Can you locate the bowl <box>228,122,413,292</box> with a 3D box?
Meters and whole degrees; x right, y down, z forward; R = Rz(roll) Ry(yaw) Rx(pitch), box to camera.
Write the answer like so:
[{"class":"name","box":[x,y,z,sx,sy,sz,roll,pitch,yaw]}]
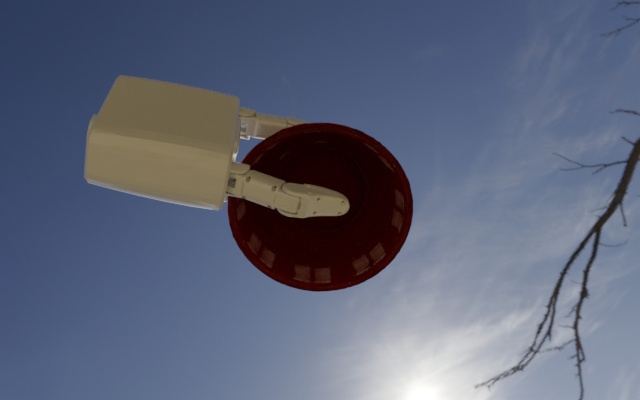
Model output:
[{"class":"bowl","box":[0.001,0.002,0.438,0.162,0.162,0.055,0,24,1]}]
